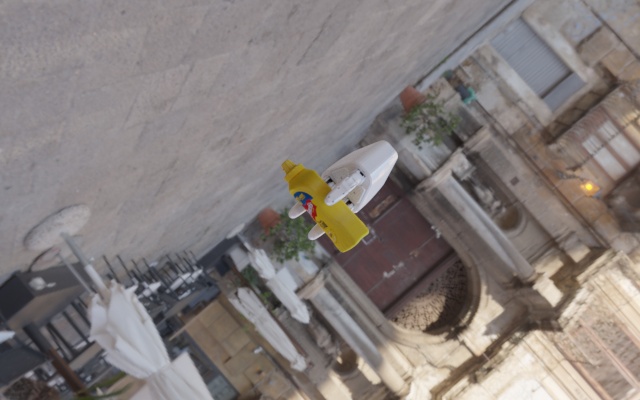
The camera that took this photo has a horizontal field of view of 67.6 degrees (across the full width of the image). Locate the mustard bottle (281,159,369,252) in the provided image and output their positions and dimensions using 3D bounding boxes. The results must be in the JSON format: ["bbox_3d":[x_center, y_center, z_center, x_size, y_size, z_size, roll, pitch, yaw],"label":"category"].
[{"bbox_3d":[0.000,0.003,0.849,0.058,0.191,0.096,-41,-1,-17],"label":"mustard bottle"}]
